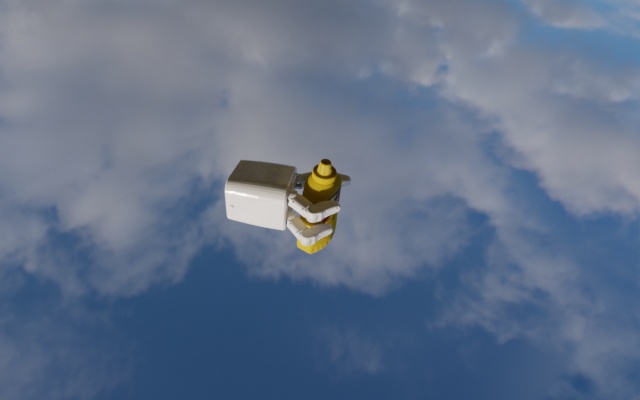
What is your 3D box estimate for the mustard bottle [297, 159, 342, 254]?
[{"bbox_3d":[0.000,0.003,0.848,0.058,0.192,0.096,28,50,20],"label":"mustard bottle"}]
